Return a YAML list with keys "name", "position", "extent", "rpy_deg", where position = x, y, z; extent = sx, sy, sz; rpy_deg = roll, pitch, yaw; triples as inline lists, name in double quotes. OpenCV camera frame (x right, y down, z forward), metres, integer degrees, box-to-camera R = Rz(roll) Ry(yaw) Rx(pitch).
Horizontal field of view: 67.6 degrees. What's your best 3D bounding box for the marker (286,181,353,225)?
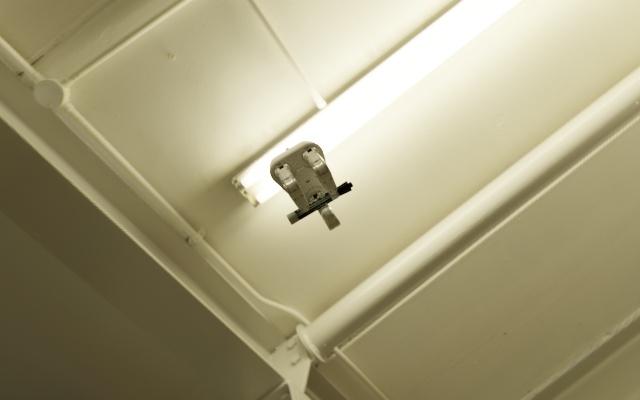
- name: "marker"
  position: [0.000, 0.003, 0.789]
  extent: [0.121, 0.020, 0.020]
  rpy_deg: [-30, 1, -2]
